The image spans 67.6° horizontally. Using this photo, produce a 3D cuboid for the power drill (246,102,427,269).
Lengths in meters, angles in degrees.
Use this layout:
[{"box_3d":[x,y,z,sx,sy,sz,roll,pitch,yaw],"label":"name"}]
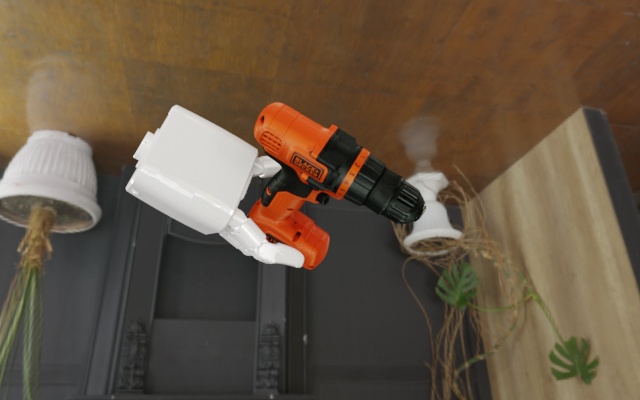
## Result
[{"box_3d":[0.000,0.002,0.519,0.184,0.057,0.188,33,-39,3],"label":"power drill"}]
